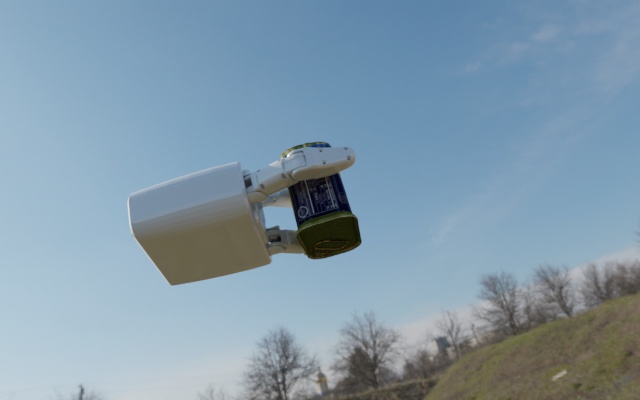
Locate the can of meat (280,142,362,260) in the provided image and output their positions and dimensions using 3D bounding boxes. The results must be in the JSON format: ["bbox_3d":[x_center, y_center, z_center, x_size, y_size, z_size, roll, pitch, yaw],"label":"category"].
[{"bbox_3d":[0.000,0.001,0.471,0.057,0.084,0.102,-17,-24,1],"label":"can of meat"}]
